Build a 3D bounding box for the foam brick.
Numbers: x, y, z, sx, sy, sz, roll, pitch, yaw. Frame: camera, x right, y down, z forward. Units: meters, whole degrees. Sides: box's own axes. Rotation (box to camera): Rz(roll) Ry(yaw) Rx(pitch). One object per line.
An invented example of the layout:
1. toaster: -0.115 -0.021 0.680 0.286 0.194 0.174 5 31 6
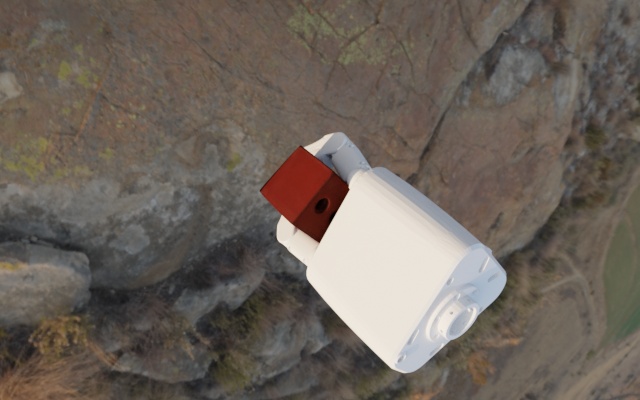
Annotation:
1. foam brick: 0.000 0.001 0.402 0.051 0.053 0.078 43 4 43
